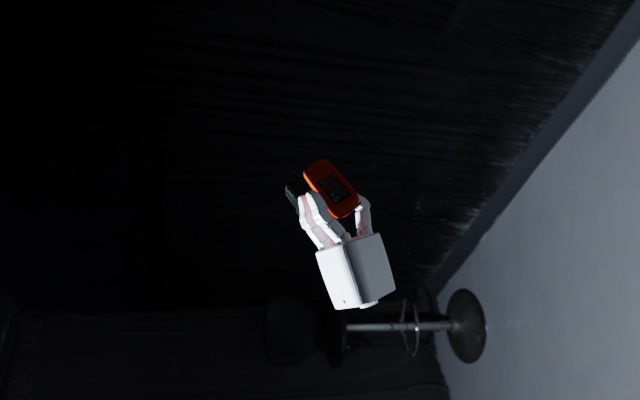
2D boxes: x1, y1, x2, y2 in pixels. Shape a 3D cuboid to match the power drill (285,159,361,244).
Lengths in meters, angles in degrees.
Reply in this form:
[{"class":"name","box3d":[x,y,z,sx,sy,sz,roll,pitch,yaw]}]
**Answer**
[{"class":"power drill","box3d":[0.000,0.003,0.881,0.057,0.184,0.188,-35,-17,-19]}]
